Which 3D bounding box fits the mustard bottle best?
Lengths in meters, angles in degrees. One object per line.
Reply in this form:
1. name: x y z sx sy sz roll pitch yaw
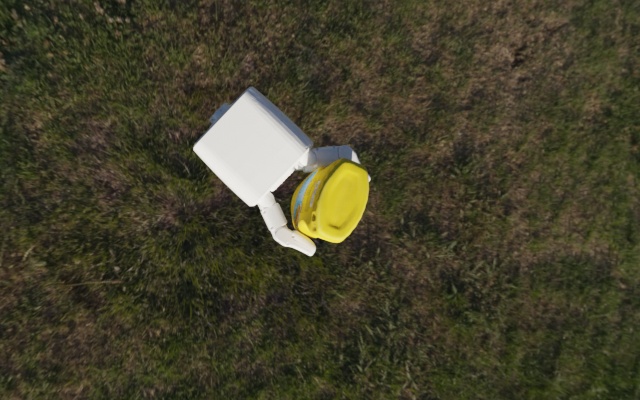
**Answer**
1. mustard bottle: 0.000 0.002 0.626 0.058 0.096 0.191 19 -7 -14
